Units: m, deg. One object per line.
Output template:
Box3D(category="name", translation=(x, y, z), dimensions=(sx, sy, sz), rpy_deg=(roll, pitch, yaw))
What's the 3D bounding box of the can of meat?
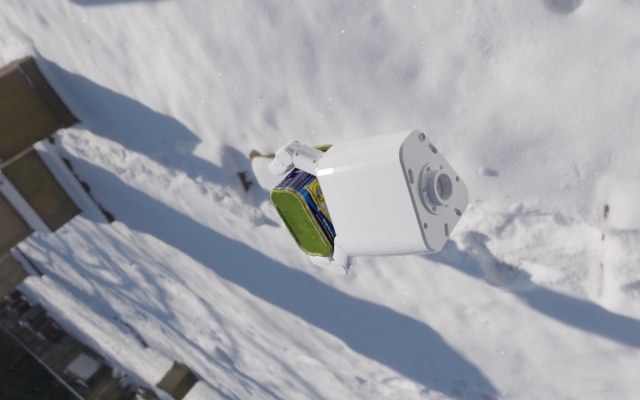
Box3D(category="can of meat", translation=(0.000, 0.002, 0.546), dimensions=(0.057, 0.102, 0.084), rpy_deg=(-2, 36, 46))
